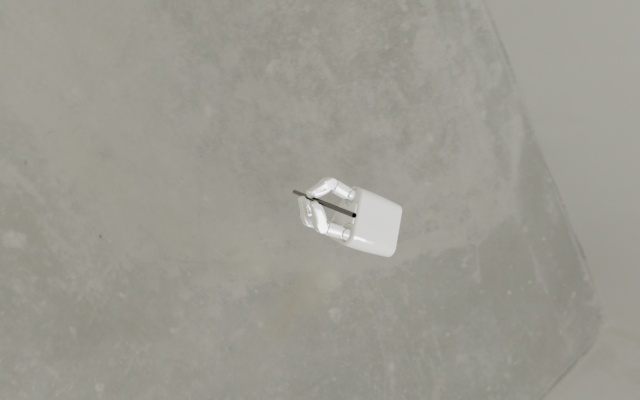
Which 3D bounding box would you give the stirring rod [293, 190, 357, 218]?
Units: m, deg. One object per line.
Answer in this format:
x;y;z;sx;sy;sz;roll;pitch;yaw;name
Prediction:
0.000;0.003;0.833;0.011;0.011;0.239;0;10;-26;stirring rod
